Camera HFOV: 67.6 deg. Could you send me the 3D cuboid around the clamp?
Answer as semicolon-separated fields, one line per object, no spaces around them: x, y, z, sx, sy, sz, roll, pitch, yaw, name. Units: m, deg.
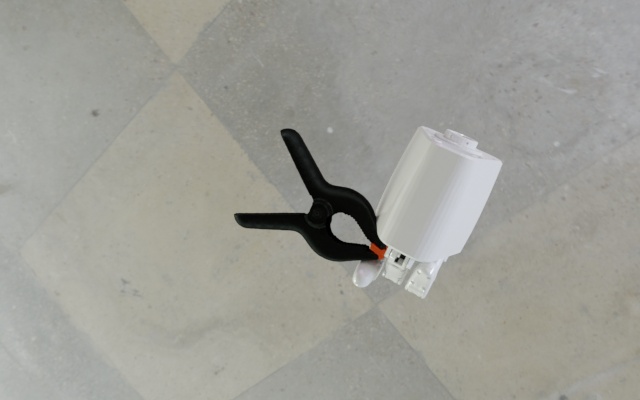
0.000;0.002;0.507;0.171;0.120;0.039;23;14;10;clamp
